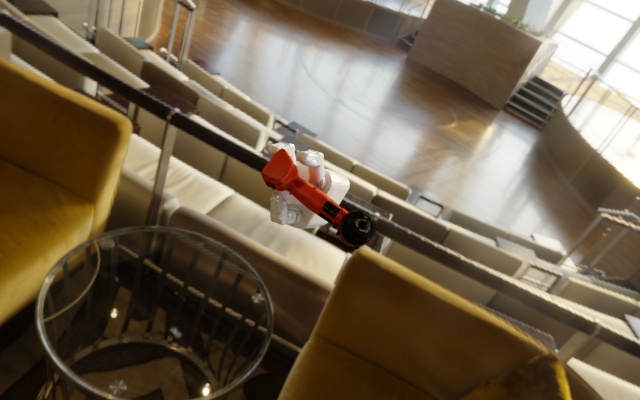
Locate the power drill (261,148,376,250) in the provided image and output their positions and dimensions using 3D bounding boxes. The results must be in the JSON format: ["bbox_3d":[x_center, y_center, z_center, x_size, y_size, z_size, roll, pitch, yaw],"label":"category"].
[{"bbox_3d":[0.000,0.002,0.718,0.187,0.057,0.184,39,-8,4],"label":"power drill"}]
